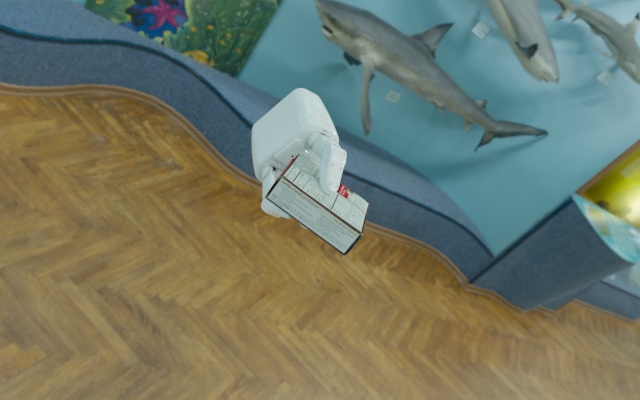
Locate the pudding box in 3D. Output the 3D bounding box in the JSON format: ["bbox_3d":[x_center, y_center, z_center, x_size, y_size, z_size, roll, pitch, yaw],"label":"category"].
[{"bbox_3d":[0.000,0.002,0.553,0.113,0.039,0.090,35,24,-3],"label":"pudding box"}]
